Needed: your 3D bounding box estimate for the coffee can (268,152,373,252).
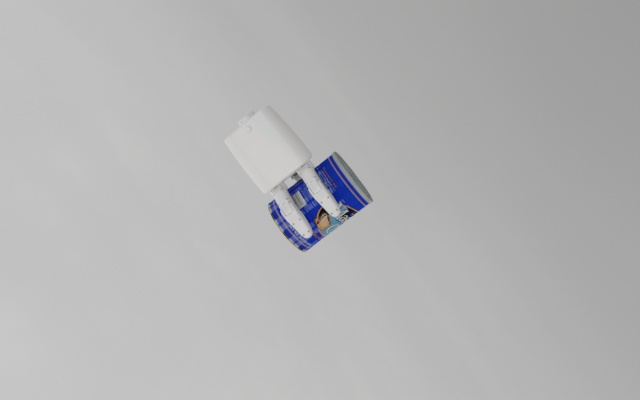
[{"bbox_3d":[0.000,0.003,0.784,0.140,0.103,0.103,-38,-7,9],"label":"coffee can"}]
